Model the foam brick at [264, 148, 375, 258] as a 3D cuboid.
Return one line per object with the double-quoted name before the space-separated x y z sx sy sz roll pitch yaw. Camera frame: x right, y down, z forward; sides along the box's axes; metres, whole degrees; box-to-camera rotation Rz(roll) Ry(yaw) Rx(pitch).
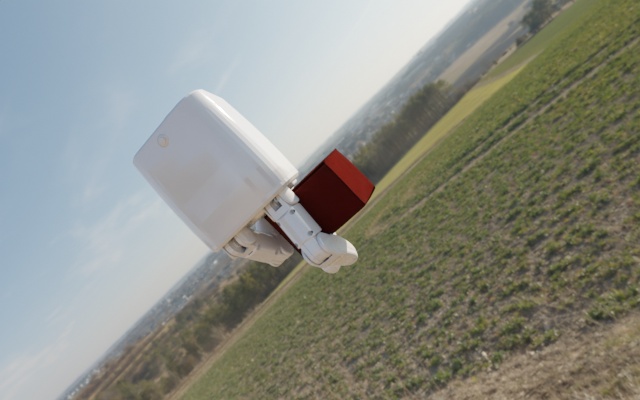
"foam brick" 0.000 0.001 0.419 0.078 0.051 0.053 -42 3 22
